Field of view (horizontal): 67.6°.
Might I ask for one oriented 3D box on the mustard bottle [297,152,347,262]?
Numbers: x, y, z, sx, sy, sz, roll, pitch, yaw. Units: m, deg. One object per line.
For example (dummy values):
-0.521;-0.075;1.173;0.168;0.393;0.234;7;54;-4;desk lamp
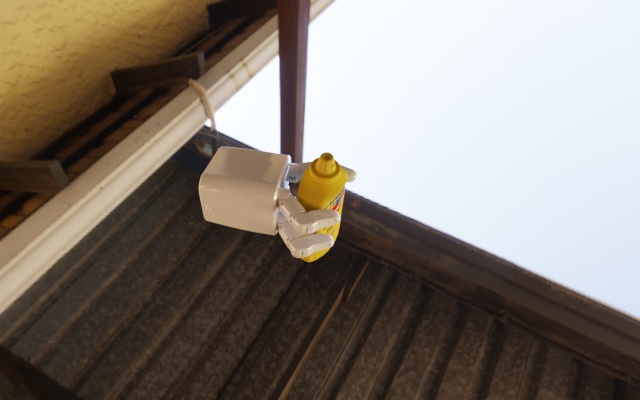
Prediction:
0.000;0.003;0.682;0.058;0.096;0.192;29;-35;17;mustard bottle
